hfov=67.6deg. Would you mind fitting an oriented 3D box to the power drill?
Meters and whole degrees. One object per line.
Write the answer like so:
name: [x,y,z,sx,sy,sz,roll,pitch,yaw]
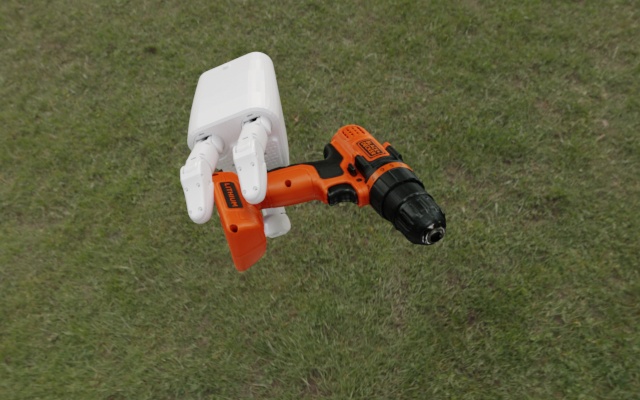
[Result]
power drill: [0.000,0.001,0.451,0.187,0.057,0.184,-17,37,-15]
